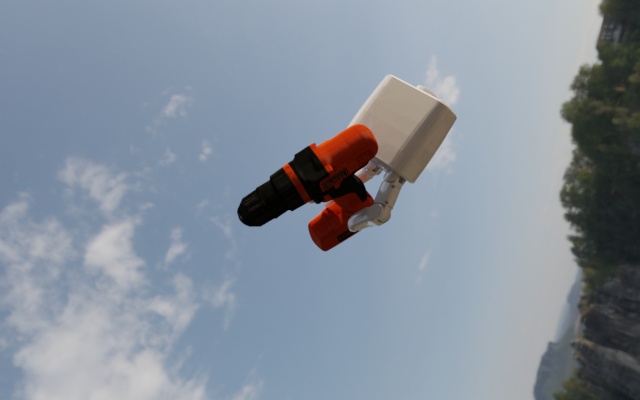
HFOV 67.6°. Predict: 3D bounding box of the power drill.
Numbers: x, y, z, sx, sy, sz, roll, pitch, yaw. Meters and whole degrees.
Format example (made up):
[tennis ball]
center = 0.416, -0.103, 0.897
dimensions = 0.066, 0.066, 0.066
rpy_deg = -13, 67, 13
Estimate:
[power drill]
center = 0.000, 0.002, 0.618
dimensions = 0.184, 0.057, 0.188
rpy_deg = -31, -27, -1
